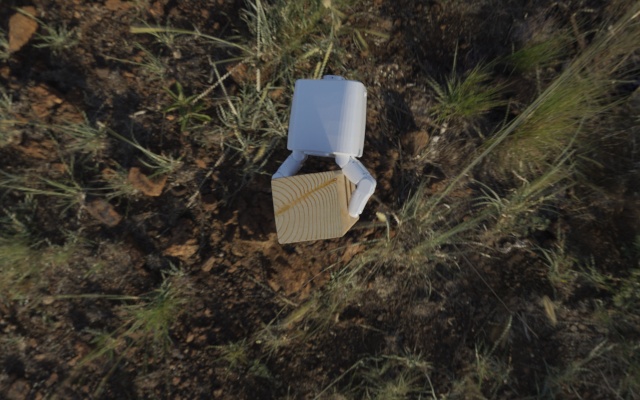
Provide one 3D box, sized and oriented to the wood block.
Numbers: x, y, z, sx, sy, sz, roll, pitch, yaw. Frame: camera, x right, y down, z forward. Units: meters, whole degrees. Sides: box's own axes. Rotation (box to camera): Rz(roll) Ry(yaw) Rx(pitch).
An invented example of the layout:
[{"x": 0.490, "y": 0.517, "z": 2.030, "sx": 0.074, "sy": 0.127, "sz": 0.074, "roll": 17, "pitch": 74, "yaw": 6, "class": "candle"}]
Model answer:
[{"x": 0.000, "y": 0.002, "z": 0.728, "sx": 0.091, "sy": 0.090, "sz": 0.206, "roll": -7, "pitch": 3, "yaw": 11, "class": "wood block"}]
